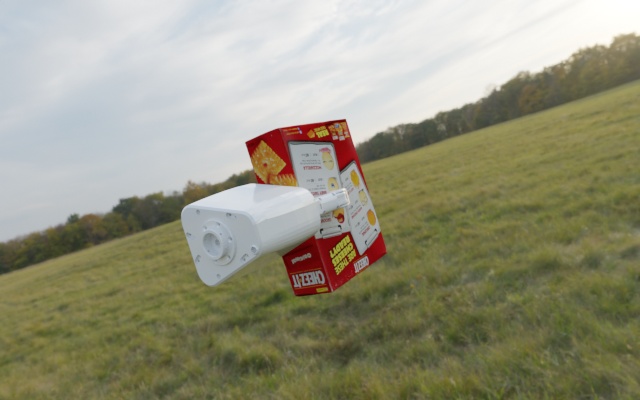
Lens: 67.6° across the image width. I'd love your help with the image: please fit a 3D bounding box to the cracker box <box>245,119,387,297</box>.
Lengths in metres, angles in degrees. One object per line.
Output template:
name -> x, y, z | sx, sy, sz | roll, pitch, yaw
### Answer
cracker box -> 0.000, 0.002, 0.663 | 0.072, 0.214, 0.164 | -15, 4, 35
